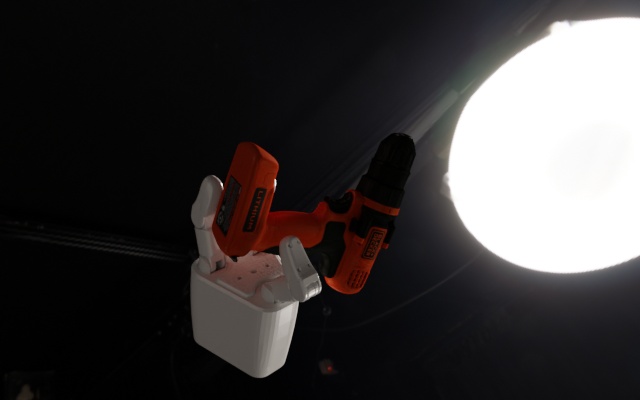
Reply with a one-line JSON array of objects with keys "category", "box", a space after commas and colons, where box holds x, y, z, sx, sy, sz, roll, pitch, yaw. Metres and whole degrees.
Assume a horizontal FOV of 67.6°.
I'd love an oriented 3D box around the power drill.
[{"category": "power drill", "box": [0.000, 0.002, 0.478, 0.188, 0.184, 0.057, 14, 12, -31]}]
